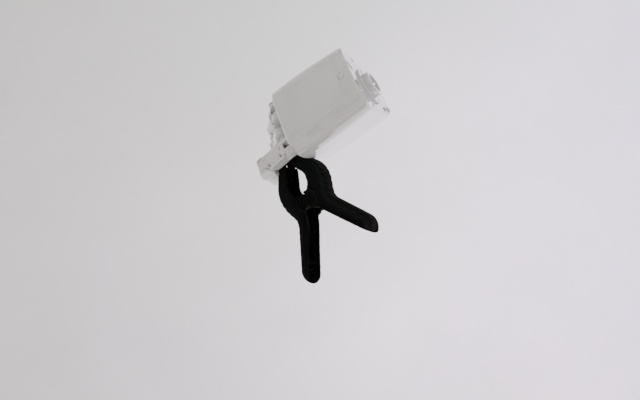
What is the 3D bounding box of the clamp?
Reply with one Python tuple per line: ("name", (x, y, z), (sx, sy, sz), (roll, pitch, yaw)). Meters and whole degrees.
("clamp", (0.000, 0.002, 0.587), (0.120, 0.171, 0.039), (-32, -22, 25))
